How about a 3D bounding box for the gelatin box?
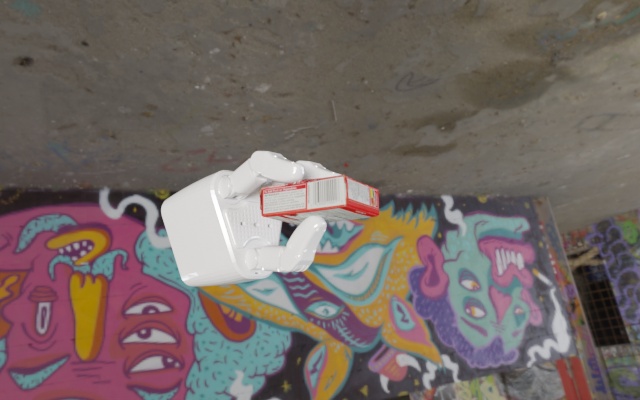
[{"bbox_3d":[0.000,0.002,0.442,0.089,0.030,0.073,-8,-12,28],"label":"gelatin box"}]
